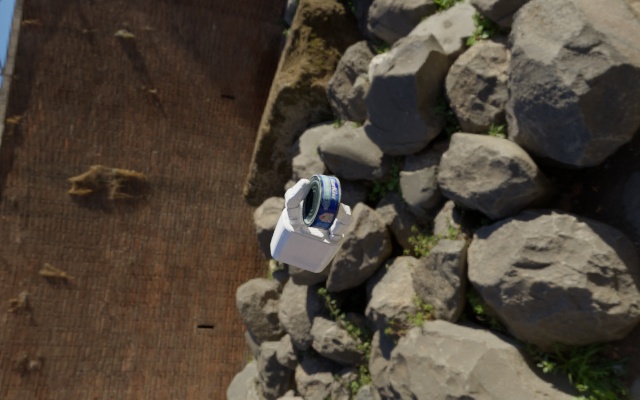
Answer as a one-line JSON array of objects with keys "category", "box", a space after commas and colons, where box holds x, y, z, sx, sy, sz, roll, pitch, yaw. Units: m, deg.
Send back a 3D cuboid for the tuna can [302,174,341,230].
[{"category": "tuna can", "box": [0.000, 0.002, 0.754, 0.034, 0.086, 0.086, 10, -3, -20]}]
